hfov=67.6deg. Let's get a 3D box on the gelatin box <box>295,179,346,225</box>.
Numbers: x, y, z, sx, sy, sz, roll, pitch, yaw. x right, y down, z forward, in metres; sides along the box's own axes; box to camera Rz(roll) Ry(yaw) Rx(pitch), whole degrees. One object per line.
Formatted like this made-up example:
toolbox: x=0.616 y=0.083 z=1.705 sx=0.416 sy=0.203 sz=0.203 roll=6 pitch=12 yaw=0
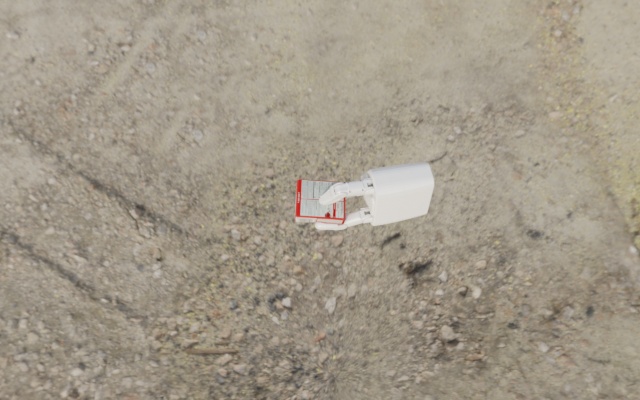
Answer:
gelatin box: x=0.000 y=0.003 z=0.852 sx=0.089 sy=0.073 sz=0.030 roll=4 pitch=-22 yaw=-5
